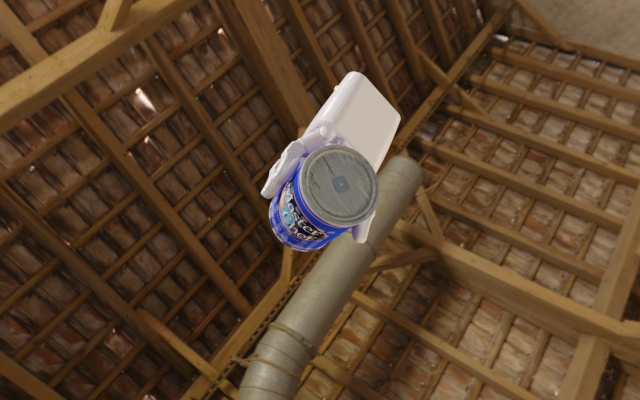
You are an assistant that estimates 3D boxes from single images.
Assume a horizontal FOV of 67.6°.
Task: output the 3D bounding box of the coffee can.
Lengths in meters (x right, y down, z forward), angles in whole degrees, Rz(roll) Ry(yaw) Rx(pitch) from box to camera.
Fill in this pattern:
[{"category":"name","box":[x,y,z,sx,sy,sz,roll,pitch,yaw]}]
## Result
[{"category":"coffee can","box":[0.000,0.002,0.626,0.103,0.102,0.140,0,-18,-22]}]
